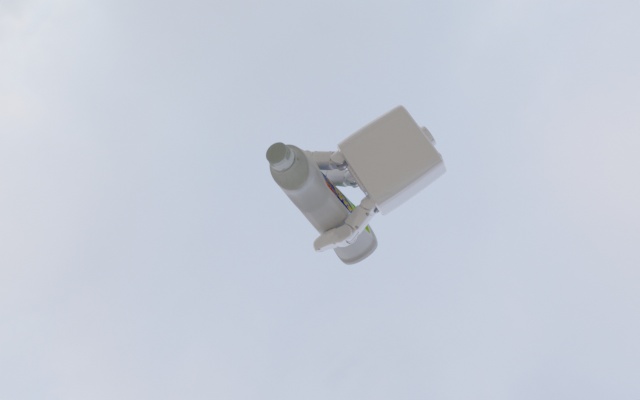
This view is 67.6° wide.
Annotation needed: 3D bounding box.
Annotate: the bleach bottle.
[{"bbox_3d":[0.000,0.002,0.656,0.068,0.102,0.251,-33,-34,7],"label":"bleach bottle"}]
